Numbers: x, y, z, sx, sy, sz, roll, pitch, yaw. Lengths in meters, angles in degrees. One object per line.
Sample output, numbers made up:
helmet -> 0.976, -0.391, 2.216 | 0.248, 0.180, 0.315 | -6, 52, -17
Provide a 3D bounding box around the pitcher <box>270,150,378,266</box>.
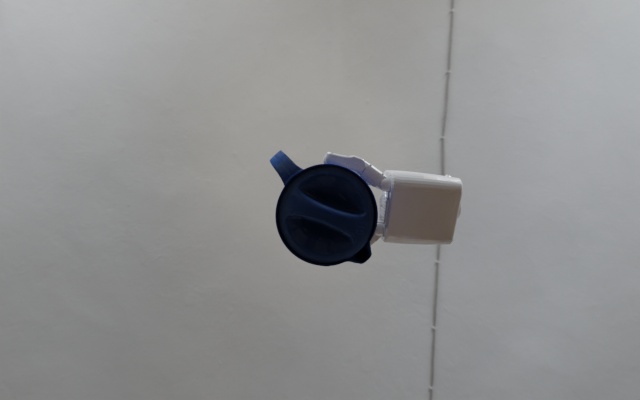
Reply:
pitcher -> 0.000, 0.002, 0.728 | 0.145, 0.149, 0.243 | 2, 4, -1
